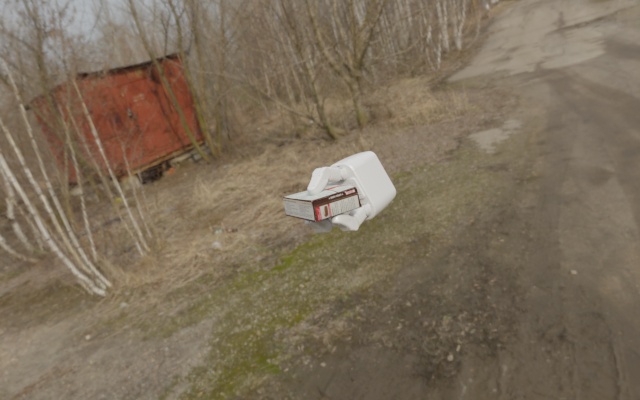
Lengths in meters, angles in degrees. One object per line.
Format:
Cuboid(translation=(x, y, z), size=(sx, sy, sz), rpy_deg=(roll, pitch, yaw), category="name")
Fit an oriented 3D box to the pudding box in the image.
Cuboid(translation=(0.000, 0.002, 0.800), size=(0.090, 0.039, 0.113), rpy_deg=(-18, 11, -26), category="pudding box")
